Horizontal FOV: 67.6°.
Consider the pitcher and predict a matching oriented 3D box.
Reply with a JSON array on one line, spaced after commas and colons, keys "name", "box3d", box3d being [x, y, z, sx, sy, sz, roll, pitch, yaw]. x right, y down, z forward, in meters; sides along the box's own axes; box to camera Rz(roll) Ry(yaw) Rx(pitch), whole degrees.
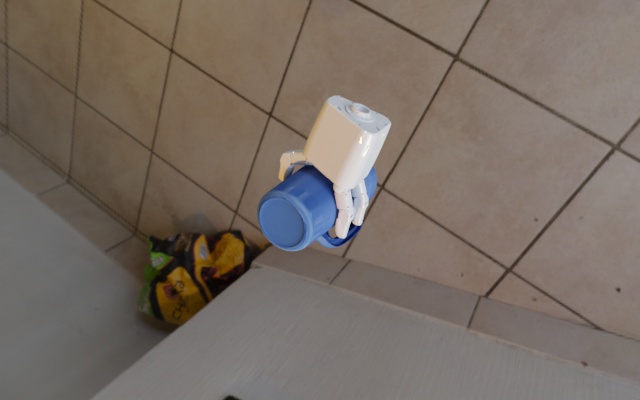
[{"name": "pitcher", "box3d": [0.000, 0.003, 0.857, 0.149, 0.145, 0.242, 34, 35, 14]}]
